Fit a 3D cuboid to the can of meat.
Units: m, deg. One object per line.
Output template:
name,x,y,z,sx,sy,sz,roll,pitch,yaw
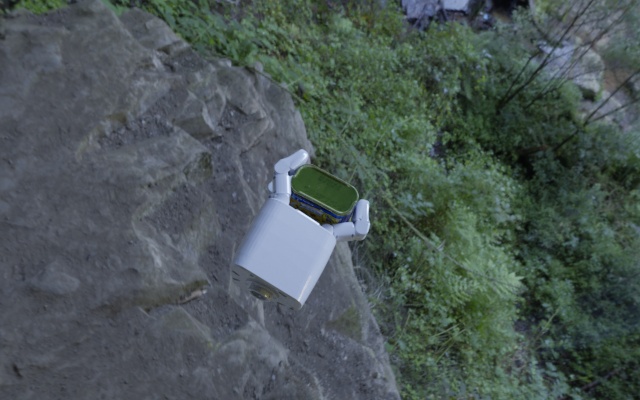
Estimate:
can of meat,0.000,0.002,0.694,0.102,0.057,0.084,28,-27,6
